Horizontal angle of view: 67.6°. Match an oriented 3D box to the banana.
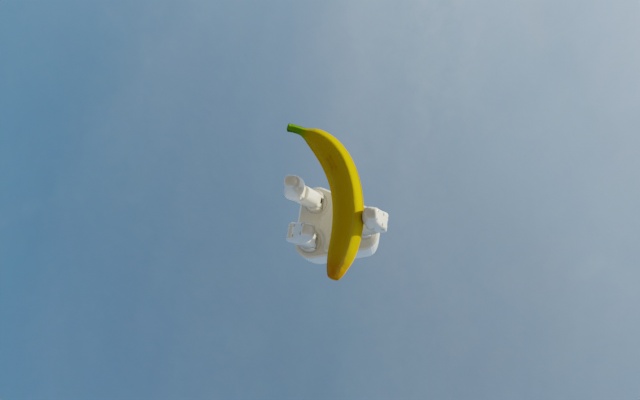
[{"bbox_3d":[0.017,-0.006,0.572,0.069,0.197,0.037,-16,-14,-1],"label":"banana"}]
